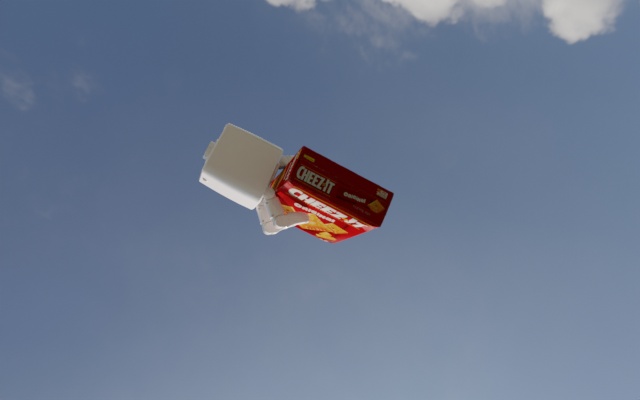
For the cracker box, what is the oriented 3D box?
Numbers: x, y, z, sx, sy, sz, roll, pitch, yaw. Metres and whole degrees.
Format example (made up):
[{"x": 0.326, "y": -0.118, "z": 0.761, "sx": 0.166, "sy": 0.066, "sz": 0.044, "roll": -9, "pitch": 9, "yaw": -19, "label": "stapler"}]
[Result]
[{"x": 0.000, "y": 0.003, "z": 0.819, "sx": 0.164, "sy": 0.072, "sz": 0.214, "roll": 26, "pitch": -18, "yaw": -12, "label": "cracker box"}]
